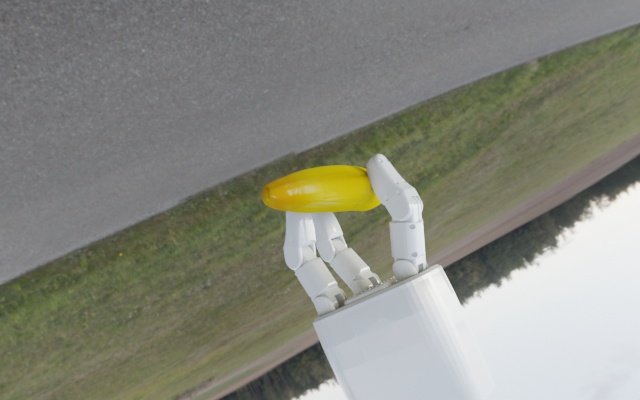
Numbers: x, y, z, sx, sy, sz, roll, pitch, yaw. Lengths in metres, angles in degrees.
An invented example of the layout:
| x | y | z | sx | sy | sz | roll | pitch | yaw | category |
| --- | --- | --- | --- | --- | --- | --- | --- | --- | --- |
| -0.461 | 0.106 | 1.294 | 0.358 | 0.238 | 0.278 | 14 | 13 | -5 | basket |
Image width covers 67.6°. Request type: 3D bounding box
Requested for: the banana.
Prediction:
| x | y | z | sx | sy | sz | roll | pitch | yaw | category |
| --- | --- | --- | --- | --- | --- | --- | --- | --- | --- |
| 0.018 | -0.005 | 0.415 | 0.069 | 0.037 | 0.198 | -22 | -8 | 15 | banana |
